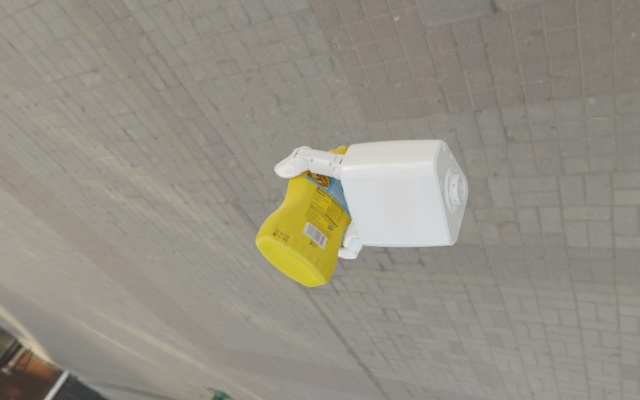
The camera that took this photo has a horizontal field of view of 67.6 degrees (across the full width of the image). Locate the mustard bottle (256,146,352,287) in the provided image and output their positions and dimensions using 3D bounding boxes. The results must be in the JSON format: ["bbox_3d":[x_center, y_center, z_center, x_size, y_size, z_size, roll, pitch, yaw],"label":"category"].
[{"bbox_3d":[0.000,0.002,0.585,0.096,0.191,0.058,41,-38,-20],"label":"mustard bottle"}]
